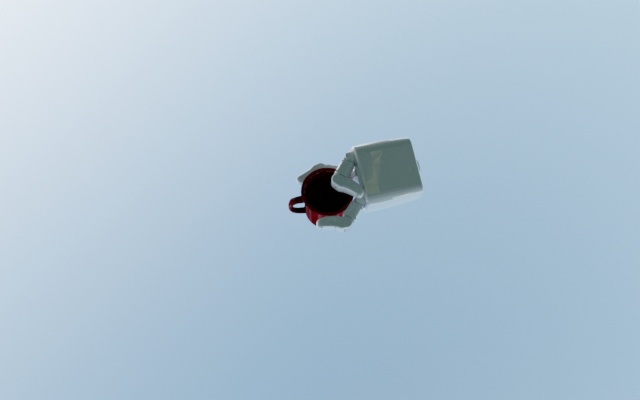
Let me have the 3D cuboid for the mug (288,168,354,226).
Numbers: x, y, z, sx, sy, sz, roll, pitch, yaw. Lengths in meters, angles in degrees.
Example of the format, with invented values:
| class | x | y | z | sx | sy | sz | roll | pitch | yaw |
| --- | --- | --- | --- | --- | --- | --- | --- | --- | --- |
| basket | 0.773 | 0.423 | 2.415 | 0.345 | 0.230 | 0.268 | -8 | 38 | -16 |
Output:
| class | x | y | z | sx | sy | sz | roll | pitch | yaw |
| --- | --- | --- | --- | --- | --- | --- | --- | --- | --- |
| mug | -0.001 | 0.003 | 0.862 | 0.117 | 0.093 | 0.081 | -13 | -24 | -7 |
